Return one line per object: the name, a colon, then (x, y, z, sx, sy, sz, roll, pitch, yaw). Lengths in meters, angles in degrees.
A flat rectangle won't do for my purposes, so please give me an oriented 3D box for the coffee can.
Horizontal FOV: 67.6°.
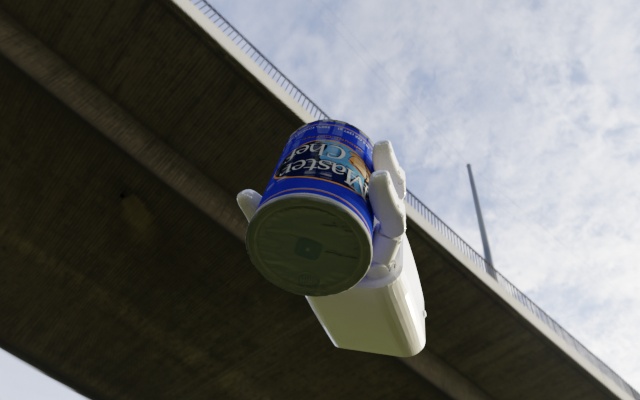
coffee can: (0.000, 0.001, 0.436, 0.103, 0.103, 0.140, 0, 34, 10)
